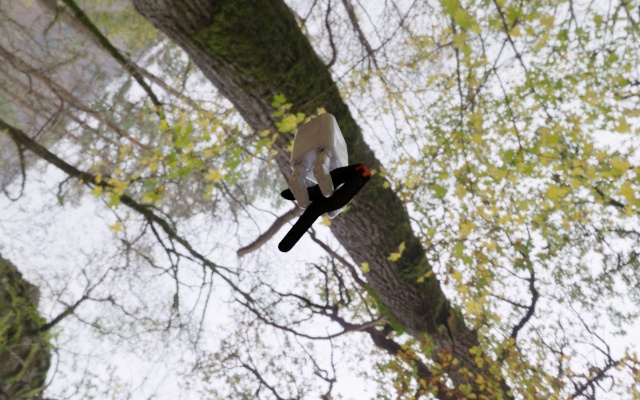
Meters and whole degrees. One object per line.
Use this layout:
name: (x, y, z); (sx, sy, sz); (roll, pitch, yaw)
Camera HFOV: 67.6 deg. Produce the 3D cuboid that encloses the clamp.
clamp: (0.001, 0.003, 0.877); (0.210, 0.164, 0.036); (-27, -52, 28)
